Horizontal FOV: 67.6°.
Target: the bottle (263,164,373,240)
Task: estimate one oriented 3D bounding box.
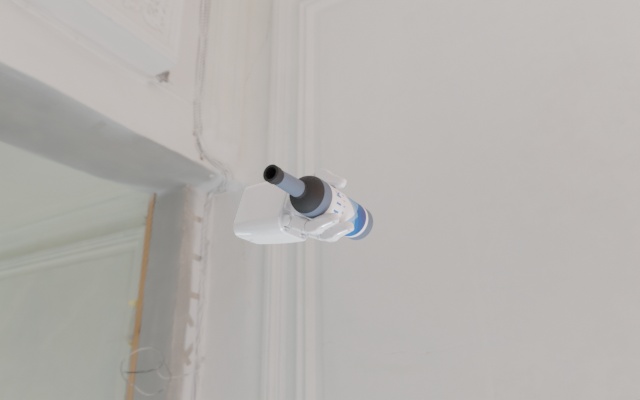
[{"bbox_3d":[0.000,0.003,0.815,0.069,0.069,0.296,0,-17,31],"label":"bottle"}]
